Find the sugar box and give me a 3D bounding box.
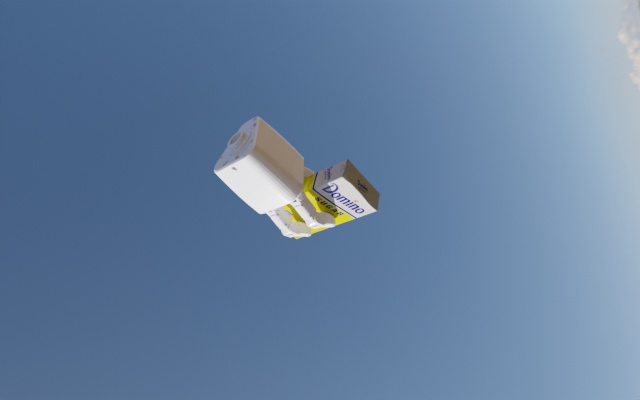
[{"bbox_3d":[0.000,0.003,0.796,0.176,0.048,0.093,-20,-51,37],"label":"sugar box"}]
